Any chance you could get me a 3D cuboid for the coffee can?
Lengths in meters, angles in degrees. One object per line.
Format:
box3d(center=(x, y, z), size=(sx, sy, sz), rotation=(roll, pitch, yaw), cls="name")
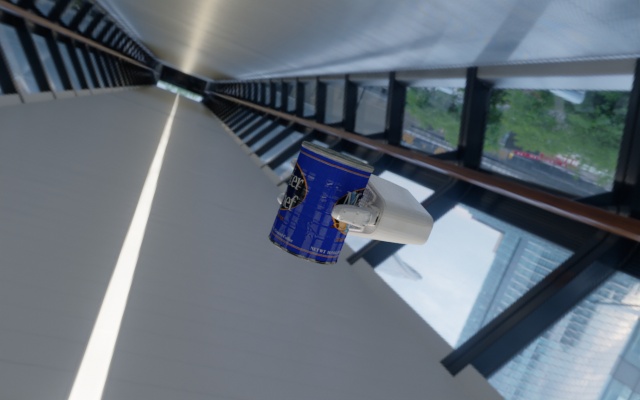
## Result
box3d(center=(0.000, 0.002, 0.652), size=(0.103, 0.140, 0.103), rotation=(20, 9, -3), cls="coffee can")
